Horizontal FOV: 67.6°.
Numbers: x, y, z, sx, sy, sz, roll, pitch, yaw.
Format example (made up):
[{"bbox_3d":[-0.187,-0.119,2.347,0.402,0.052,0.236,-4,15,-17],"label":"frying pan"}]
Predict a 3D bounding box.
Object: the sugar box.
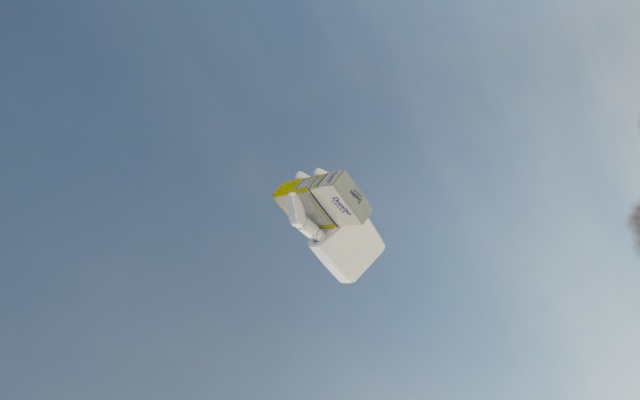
[{"bbox_3d":[0.000,0.002,0.840,0.176,0.093,0.048,-10,35,48],"label":"sugar box"}]
